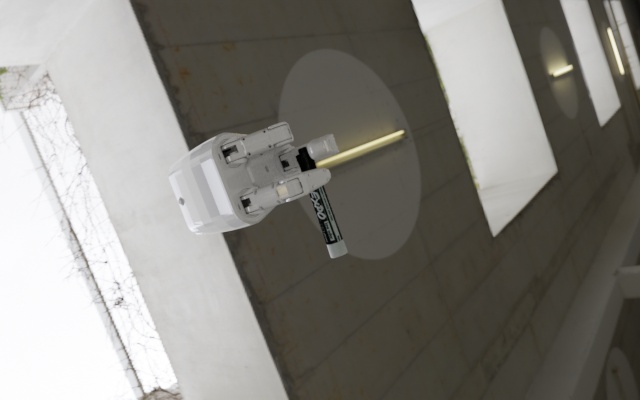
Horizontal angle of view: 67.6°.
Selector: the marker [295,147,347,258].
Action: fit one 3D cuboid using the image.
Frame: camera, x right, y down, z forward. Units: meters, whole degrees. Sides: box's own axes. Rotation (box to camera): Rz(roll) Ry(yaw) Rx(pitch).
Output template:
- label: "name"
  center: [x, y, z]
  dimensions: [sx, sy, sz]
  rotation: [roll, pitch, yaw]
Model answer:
- label: "marker"
  center: [0.000, 0.002, 0.506]
  dimensions: [0.020, 0.121, 0.020]
  rotation: [-19, 4, 1]
